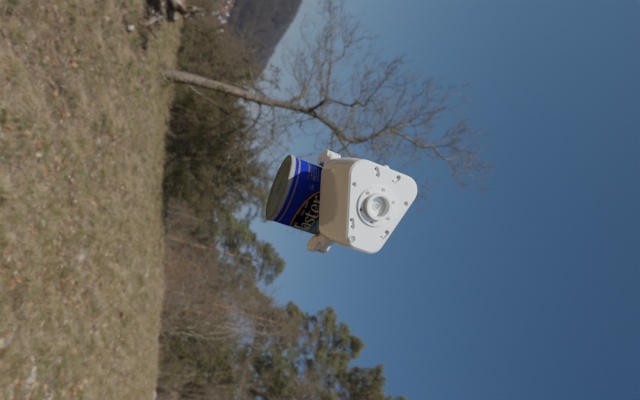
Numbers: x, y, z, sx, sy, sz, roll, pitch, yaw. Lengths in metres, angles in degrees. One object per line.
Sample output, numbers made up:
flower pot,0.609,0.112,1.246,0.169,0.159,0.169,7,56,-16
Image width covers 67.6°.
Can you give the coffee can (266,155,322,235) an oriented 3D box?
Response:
coffee can,0.000,0.002,0.725,0.140,0.103,0.103,20,-6,-16
